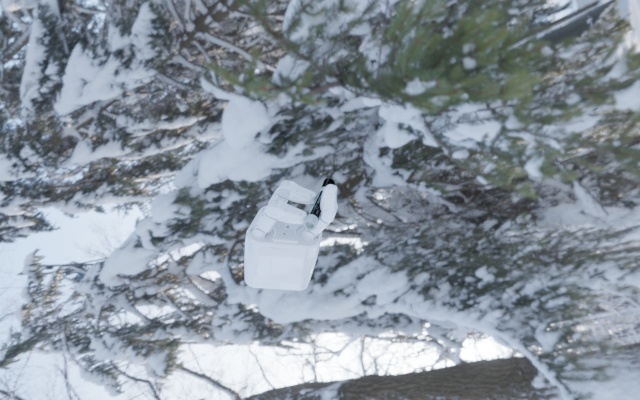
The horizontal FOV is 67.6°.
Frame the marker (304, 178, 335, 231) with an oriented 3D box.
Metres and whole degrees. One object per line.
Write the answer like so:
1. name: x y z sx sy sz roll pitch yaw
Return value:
1. marker: 0.000 0.002 0.724 0.020 0.020 0.121 0 34 18
